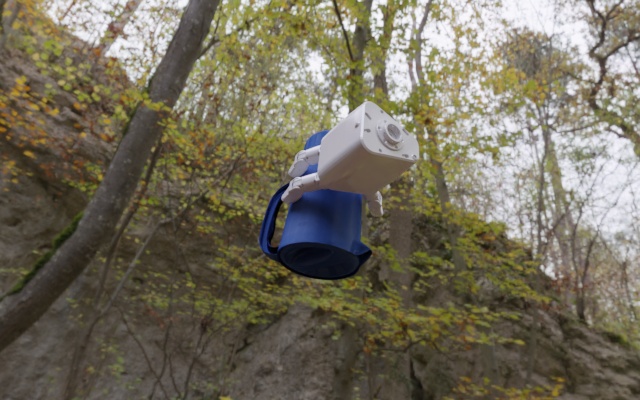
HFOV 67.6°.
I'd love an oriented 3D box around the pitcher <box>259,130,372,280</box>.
[{"bbox_3d":[0.000,0.003,0.814,0.149,0.242,0.145,23,-36,-21],"label":"pitcher"}]
